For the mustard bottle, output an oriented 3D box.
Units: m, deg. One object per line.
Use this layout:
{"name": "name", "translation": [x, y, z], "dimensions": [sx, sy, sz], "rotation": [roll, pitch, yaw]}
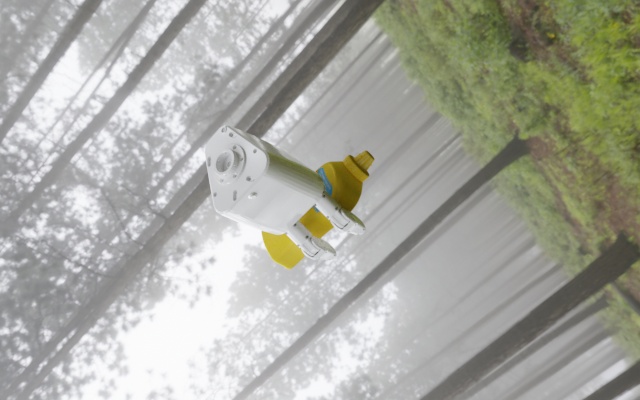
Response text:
{"name": "mustard bottle", "translation": [0.000, 0.002, 0.665], "dimensions": [0.058, 0.192, 0.096], "rotation": [36, 18, -32]}
